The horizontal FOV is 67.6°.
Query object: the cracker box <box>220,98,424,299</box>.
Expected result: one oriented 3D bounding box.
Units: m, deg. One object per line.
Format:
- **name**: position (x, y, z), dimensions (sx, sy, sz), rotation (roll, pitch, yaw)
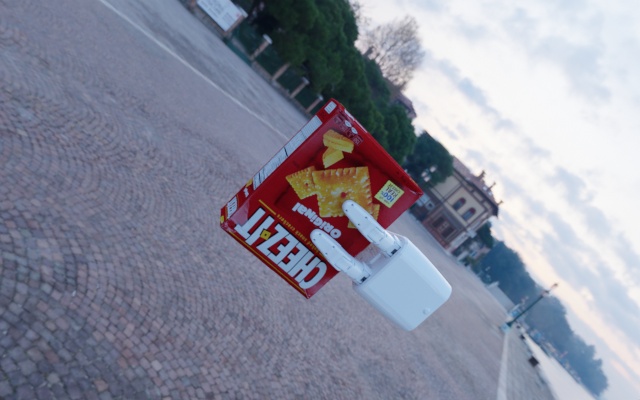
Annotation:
- **cracker box**: position (0.000, 0.002, 0.628), dimensions (0.164, 0.214, 0.072), rotation (43, 9, -20)
